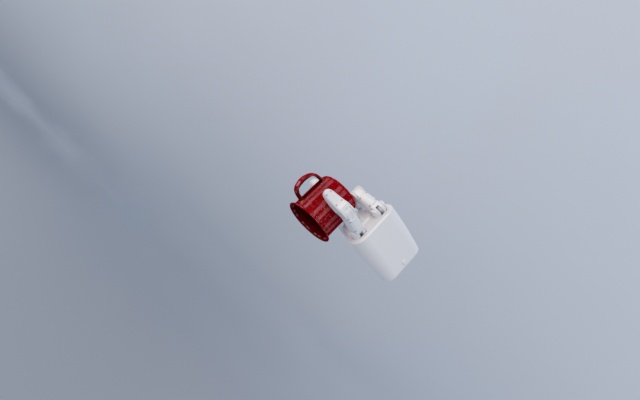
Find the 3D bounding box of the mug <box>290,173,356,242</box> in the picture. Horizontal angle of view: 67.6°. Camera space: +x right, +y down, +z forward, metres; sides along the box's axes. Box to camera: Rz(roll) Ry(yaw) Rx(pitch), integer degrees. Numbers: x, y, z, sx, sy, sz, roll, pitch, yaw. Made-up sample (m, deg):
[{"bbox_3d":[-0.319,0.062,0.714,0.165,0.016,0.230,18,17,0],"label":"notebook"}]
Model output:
[{"bbox_3d":[-0.001,0.002,0.830,0.081,0.117,0.093,-45,24,-17],"label":"mug"}]
